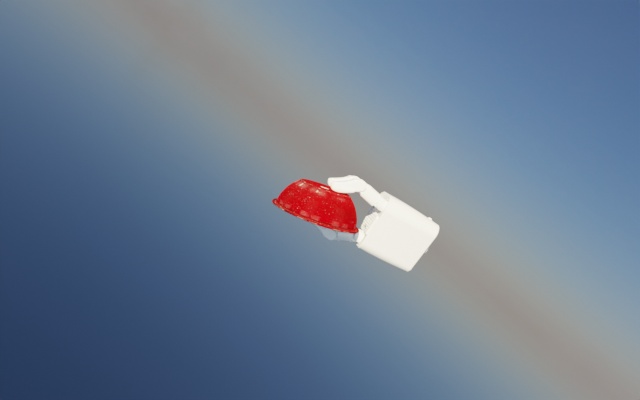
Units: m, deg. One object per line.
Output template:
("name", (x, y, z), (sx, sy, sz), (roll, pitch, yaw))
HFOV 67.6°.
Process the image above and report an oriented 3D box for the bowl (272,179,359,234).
("bowl", (-0.001, 0.002, 0.830), (0.162, 0.055, 0.162), (19, 7, -3))
